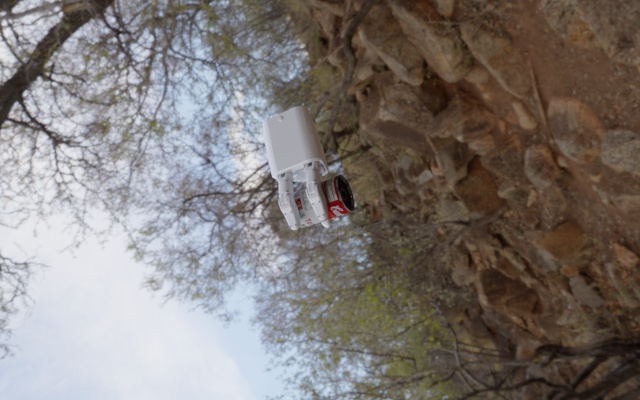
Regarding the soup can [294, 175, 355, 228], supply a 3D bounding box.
[{"bbox_3d":[0.000,0.003,0.844,0.102,0.068,0.068,-20,-7,21],"label":"soup can"}]
